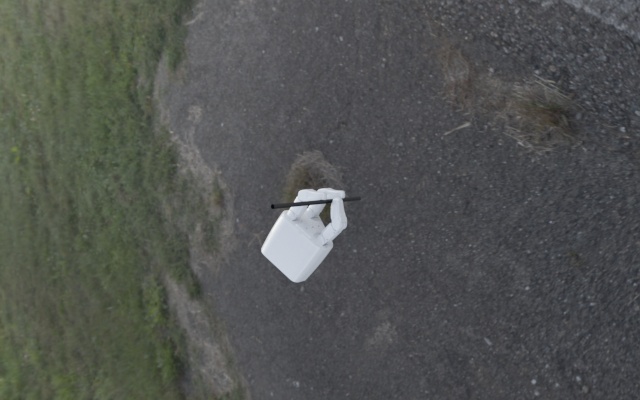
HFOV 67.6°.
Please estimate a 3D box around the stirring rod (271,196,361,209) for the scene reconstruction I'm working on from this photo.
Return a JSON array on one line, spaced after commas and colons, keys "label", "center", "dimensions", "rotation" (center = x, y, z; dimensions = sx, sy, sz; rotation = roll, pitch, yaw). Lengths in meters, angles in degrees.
[{"label": "stirring rod", "center": [0.000, 0.003, 0.867], "dimensions": [0.011, 0.011, 0.239], "rotation": [0, 3, 41]}]
